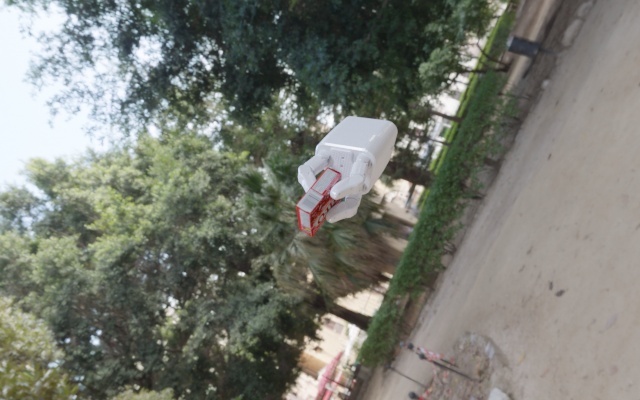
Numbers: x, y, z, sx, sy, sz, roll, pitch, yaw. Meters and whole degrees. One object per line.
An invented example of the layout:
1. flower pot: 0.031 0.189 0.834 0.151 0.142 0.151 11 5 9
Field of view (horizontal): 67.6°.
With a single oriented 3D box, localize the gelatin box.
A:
1. gelatin box: 0.000 0.002 0.753 0.030 0.089 0.073 29 -27 19
